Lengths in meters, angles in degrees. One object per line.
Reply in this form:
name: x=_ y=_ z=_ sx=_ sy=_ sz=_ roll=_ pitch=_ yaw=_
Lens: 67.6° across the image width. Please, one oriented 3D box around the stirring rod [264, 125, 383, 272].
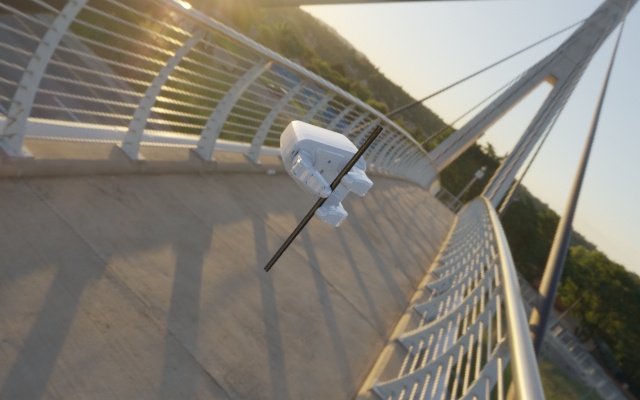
stirring rod: x=0.000 y=0.002 z=0.606 sx=0.011 sy=0.239 sz=0.011 roll=36 pitch=15 yaw=-11
